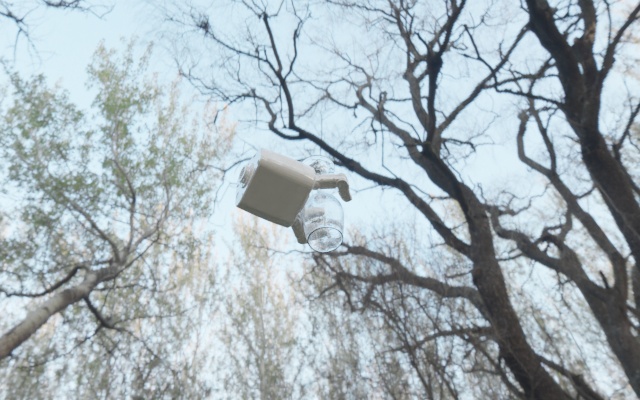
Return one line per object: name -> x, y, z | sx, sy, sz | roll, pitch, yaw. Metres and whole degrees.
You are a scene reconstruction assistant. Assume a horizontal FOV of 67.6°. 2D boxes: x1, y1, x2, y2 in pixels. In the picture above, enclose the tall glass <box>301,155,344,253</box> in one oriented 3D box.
tall glass -> 0.000, 0.002, 0.883 | 0.079, 0.079, 0.200 | 0, 41, -7
